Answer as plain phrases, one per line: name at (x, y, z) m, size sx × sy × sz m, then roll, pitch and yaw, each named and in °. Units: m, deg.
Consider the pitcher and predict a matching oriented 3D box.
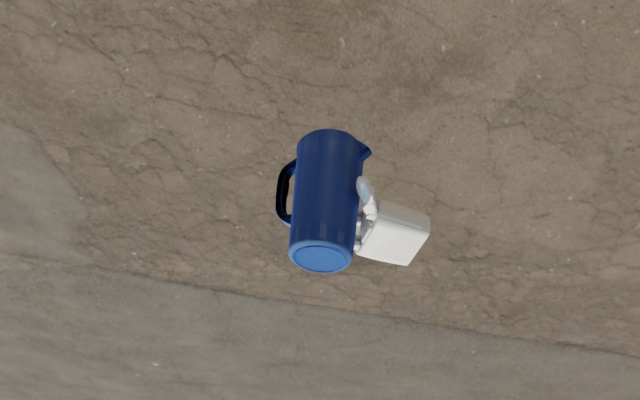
pitcher at (0.000, 0.003, 0.858) m, size 0.145 × 0.242 × 0.149 m, roll 17°, pitch -37°, yaw -14°
